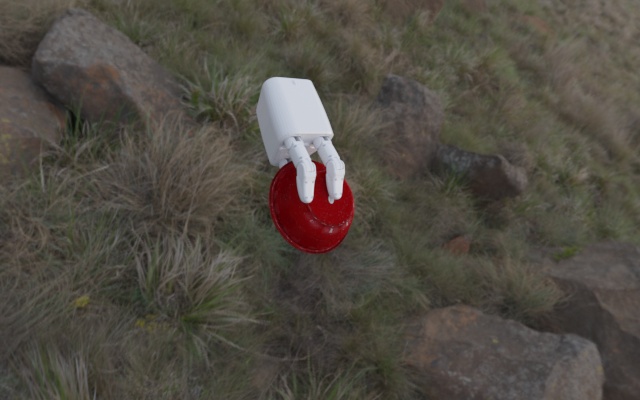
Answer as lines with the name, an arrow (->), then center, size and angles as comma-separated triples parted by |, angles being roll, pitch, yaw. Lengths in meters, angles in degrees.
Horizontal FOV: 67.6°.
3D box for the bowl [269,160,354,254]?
bowl -> 0.001, 0.004, 0.766 | 0.162, 0.162, 0.055 | 0, -14, -36
